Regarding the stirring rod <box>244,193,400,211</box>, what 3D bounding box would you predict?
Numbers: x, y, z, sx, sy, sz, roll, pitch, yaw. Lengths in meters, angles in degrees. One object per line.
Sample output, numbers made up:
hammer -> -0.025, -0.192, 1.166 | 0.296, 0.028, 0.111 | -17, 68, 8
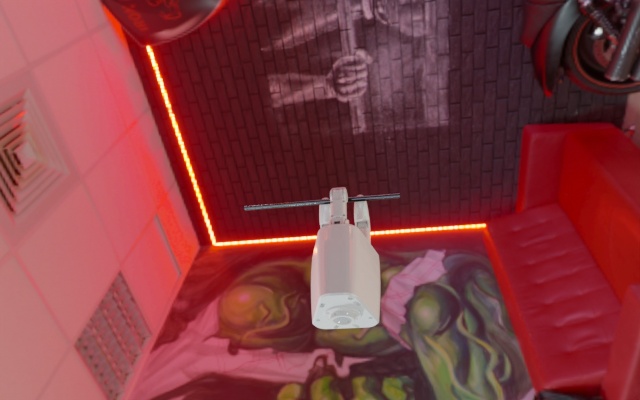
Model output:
stirring rod -> 0.000, 0.002, 0.731 | 0.239, 0.011, 0.011 | -5, -1, 9
